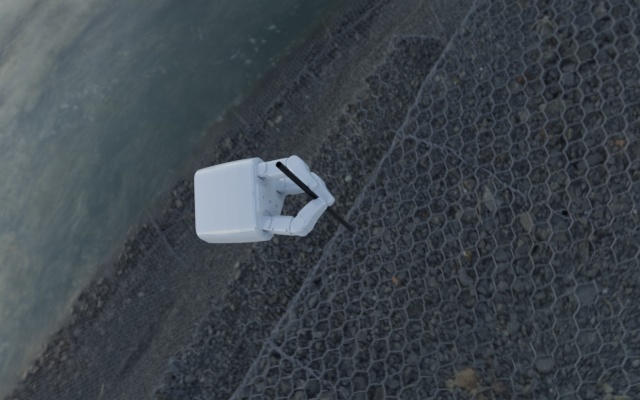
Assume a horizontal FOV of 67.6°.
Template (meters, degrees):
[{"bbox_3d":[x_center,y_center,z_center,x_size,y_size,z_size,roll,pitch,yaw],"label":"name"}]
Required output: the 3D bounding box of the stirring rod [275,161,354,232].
[{"bbox_3d":[0.000,0.002,0.660,0.011,0.011,0.240,0,-22,26],"label":"stirring rod"}]
